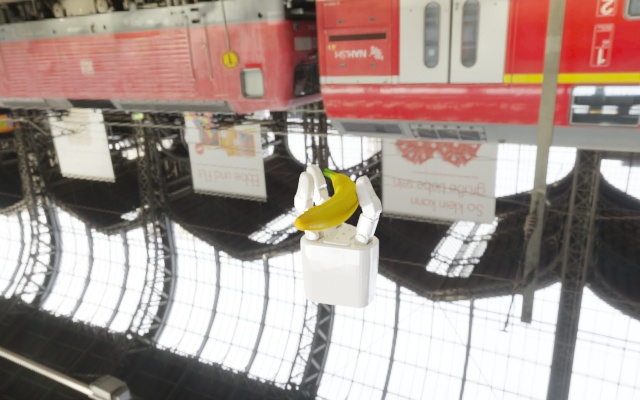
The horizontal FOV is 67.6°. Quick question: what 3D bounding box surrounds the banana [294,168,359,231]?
[{"bbox_3d":[0.019,0.003,0.684,0.069,0.037,0.197,6,23,10],"label":"banana"}]
